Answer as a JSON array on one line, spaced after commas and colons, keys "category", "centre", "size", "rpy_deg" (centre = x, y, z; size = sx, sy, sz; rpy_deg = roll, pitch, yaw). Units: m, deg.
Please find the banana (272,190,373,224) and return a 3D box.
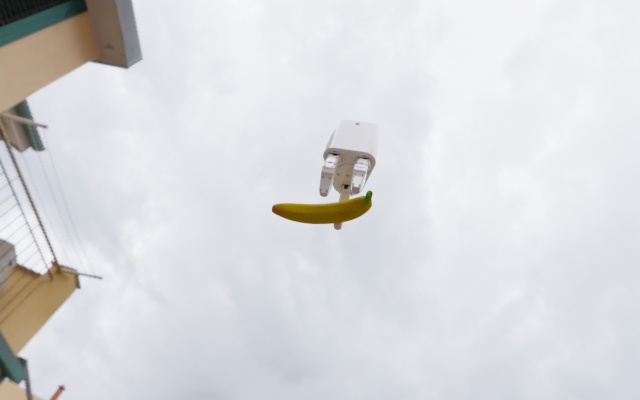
[{"category": "banana", "centre": [0.011, 0.014, 0.841], "size": [0.198, 0.037, 0.070], "rpy_deg": [-10, -45, 26]}]
